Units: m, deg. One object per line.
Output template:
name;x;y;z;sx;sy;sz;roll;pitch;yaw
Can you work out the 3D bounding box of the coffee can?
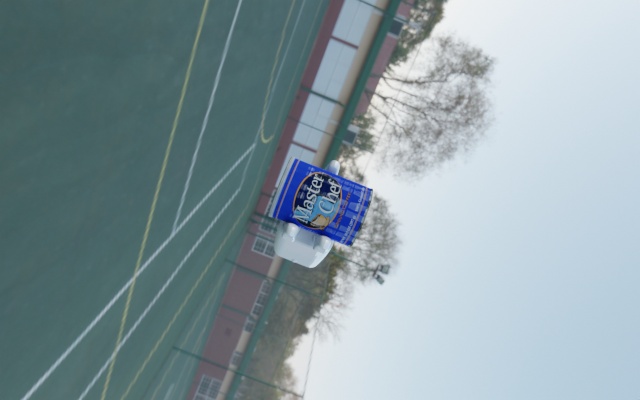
coffee can;0.000;0.002;0.764;0.140;0.103;0.103;22;-1;-2
